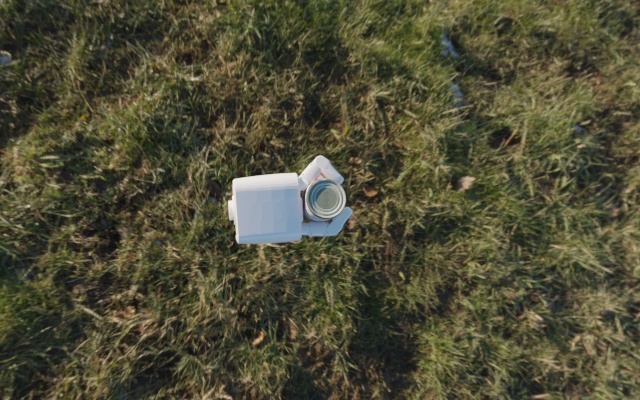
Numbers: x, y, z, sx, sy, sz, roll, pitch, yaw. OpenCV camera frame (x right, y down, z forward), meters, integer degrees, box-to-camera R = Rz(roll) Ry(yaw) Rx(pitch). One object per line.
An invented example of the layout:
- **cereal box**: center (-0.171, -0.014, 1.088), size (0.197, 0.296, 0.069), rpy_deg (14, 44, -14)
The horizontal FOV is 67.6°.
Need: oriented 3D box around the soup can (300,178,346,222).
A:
- **soup can**: center (0.001, 0.003, 0.809), size (0.068, 0.068, 0.102), rpy_deg (0, -7, -11)
